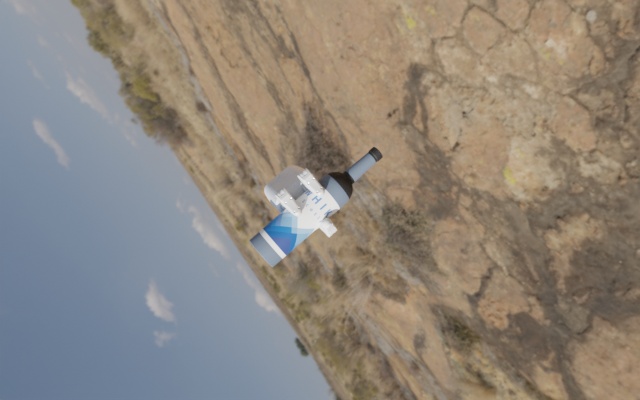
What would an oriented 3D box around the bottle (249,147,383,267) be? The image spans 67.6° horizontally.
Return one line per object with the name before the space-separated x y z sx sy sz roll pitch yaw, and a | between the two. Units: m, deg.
bottle | 0.000 0.003 0.899 0.295 0.069 0.069 -41 5 -6
